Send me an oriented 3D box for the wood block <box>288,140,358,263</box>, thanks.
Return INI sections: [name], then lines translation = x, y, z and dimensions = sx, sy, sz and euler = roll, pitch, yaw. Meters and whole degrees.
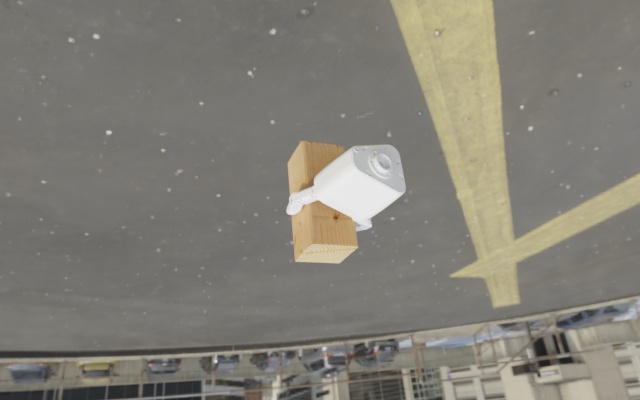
[wood block]
translation = 0.000, 0.003, 0.886
dimensions = 0.091, 0.206, 0.090
euler = 6, -28, -22
